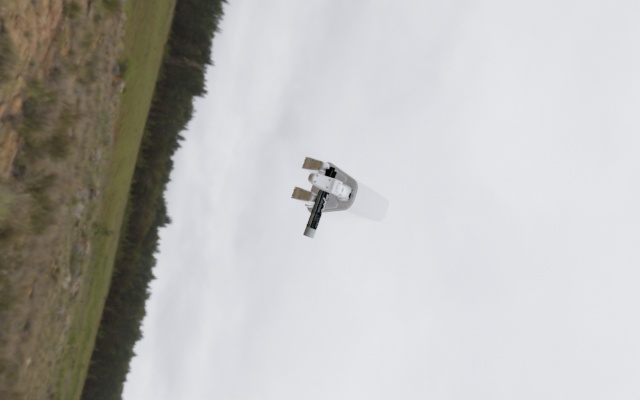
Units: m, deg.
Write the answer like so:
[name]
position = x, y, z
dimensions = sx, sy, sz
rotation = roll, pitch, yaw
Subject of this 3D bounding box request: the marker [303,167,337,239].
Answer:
[marker]
position = 0.000, 0.003, 0.780
dimensions = 0.020, 0.121, 0.020
rotation = 19, -3, 1
